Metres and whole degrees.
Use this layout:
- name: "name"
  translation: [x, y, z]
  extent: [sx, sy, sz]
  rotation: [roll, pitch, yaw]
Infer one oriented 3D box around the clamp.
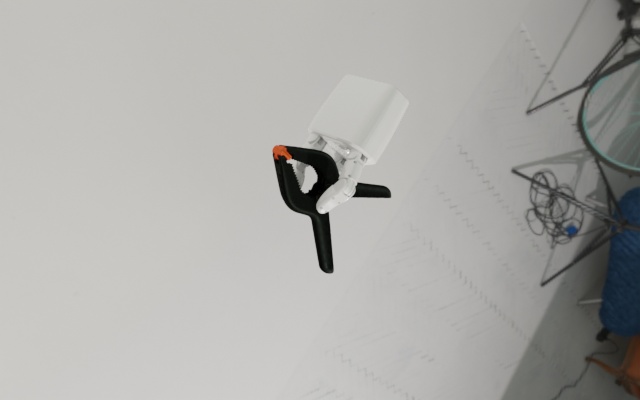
- name: "clamp"
  translation: [0.000, 0.002, 0.688]
  extent: [0.210, 0.164, 0.036]
  rotation: [37, -9, -35]
